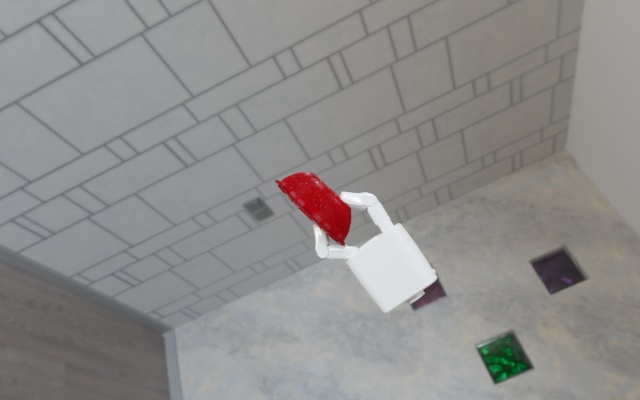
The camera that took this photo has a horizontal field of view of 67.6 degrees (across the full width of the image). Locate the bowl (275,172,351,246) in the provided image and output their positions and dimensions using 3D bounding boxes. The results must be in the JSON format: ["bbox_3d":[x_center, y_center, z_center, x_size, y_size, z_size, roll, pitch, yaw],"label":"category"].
[{"bbox_3d":[-0.001,0.001,0.801,0.162,0.055,0.162,43,3,-2],"label":"bowl"}]
